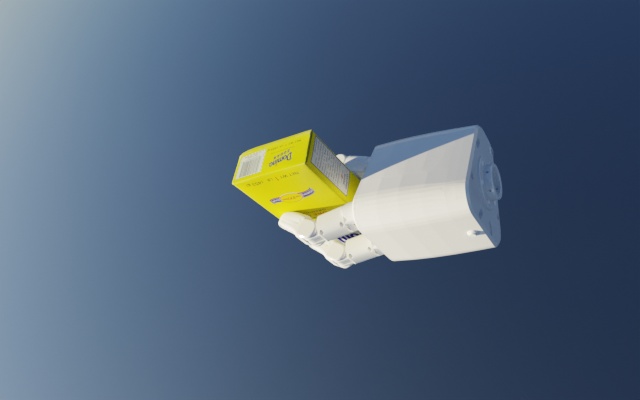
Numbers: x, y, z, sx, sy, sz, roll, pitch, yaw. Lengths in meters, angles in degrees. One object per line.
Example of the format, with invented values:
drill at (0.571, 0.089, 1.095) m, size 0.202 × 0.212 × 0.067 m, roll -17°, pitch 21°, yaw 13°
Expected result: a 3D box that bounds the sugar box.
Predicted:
sugar box at (0.000, 0.002, 0.511) m, size 0.093 × 0.048 × 0.176 m, roll -12°, pitch -38°, yaw 33°
